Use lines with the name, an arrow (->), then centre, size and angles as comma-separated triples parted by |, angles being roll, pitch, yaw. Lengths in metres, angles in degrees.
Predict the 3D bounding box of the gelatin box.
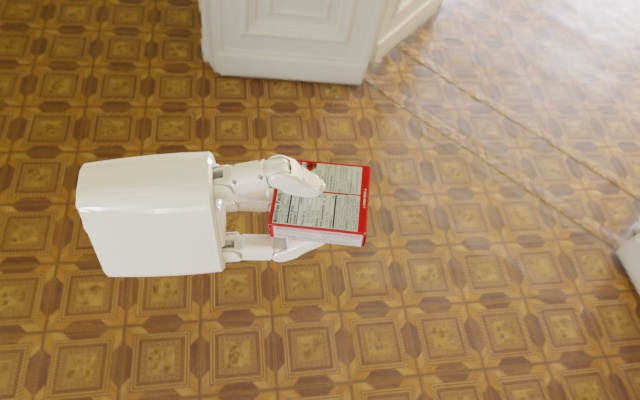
gelatin box -> 0.000, 0.001, 0.443 | 0.089, 0.073, 0.030 | 5, -31, 3
